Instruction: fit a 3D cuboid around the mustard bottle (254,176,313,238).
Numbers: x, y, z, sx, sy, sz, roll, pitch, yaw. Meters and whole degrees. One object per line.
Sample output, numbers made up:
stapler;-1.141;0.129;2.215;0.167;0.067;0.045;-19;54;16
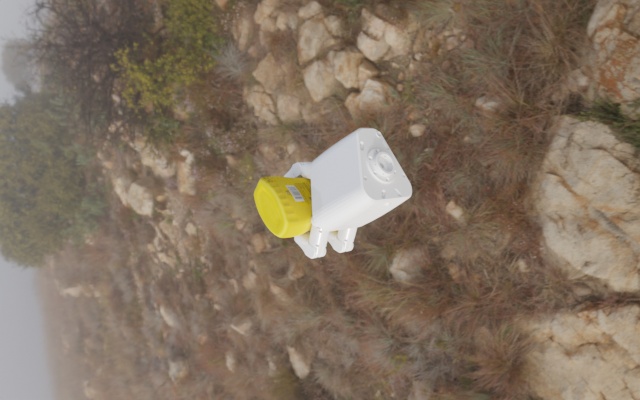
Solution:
mustard bottle;0.000;0.003;0.733;0.191;0.058;0.096;-6;48;-39
